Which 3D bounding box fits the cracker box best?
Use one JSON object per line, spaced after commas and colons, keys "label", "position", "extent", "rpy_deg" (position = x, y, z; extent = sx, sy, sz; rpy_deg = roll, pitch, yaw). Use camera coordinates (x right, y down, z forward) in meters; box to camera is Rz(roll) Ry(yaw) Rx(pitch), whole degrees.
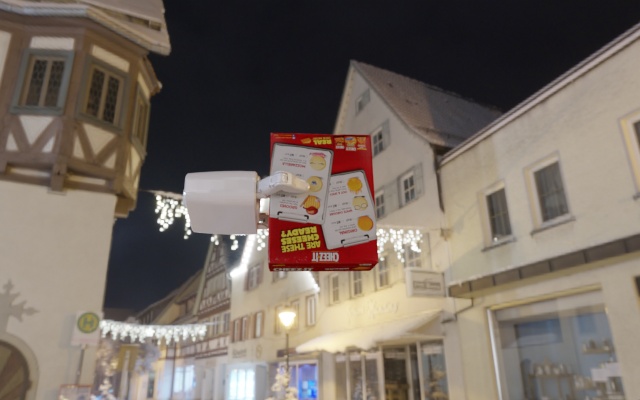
{"label": "cracker box", "position": [0.000, 0.002, 0.754], "extent": [0.164, 0.213, 0.072], "rpy_deg": [0, -20, -4]}
